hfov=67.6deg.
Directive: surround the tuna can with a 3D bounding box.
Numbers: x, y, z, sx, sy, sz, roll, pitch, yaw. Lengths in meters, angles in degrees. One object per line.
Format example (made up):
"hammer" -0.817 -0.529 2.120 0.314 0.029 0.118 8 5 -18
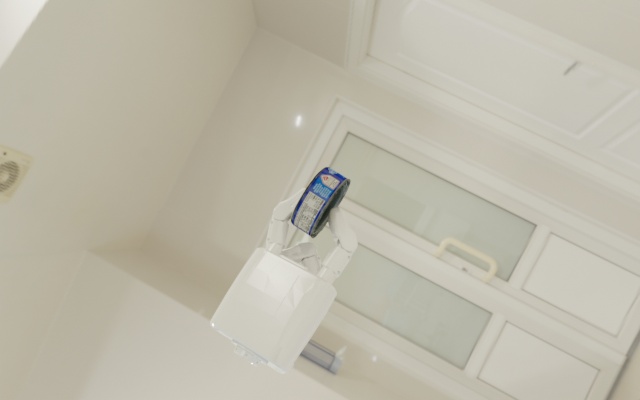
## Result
"tuna can" 0.000 0.002 0.588 0.034 0.086 0.086 33 6 9
